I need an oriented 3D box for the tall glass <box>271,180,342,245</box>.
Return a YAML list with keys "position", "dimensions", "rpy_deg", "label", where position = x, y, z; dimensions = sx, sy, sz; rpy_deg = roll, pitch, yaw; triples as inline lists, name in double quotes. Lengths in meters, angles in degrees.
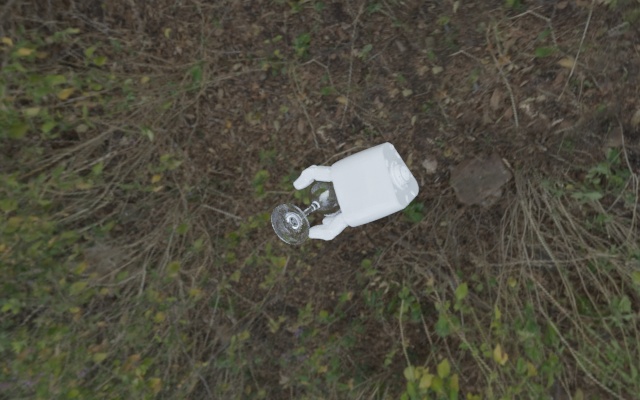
- position: [0.000, 0.003, 0.859]
  dimensions: [0.079, 0.079, 0.201]
  rpy_deg: [0, 21, 32]
  label: "tall glass"
